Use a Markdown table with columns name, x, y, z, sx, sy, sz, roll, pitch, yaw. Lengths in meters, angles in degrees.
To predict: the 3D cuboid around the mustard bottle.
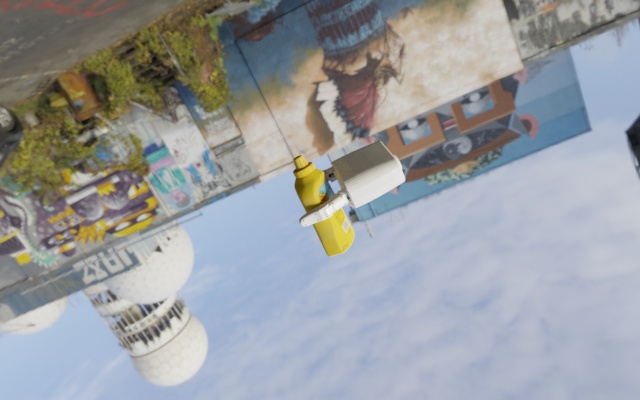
| name | x | y | z | sx | sy | sz | roll | pitch | yaw |
| --- | --- | --- | --- | --- | --- | --- | --- | --- | --- |
| mustard bottle | 0.000 | 0.003 | 0.890 | 0.058 | 0.192 | 0.096 | -18 | 20 | 24 |
